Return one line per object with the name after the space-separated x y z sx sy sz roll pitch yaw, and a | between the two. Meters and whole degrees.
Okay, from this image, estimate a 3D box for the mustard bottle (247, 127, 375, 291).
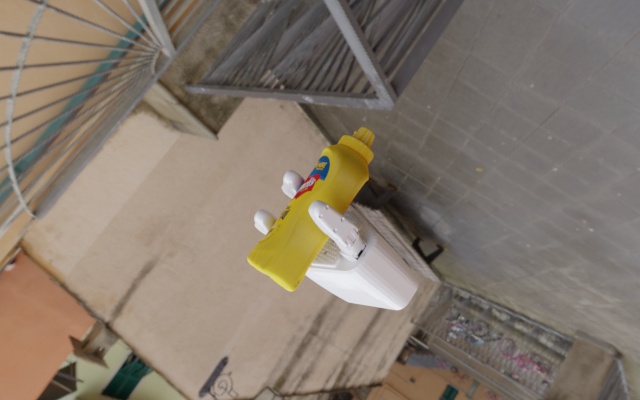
0.000 0.002 0.509 0.058 0.191 0.096 37 -11 -10 | mustard bottle
